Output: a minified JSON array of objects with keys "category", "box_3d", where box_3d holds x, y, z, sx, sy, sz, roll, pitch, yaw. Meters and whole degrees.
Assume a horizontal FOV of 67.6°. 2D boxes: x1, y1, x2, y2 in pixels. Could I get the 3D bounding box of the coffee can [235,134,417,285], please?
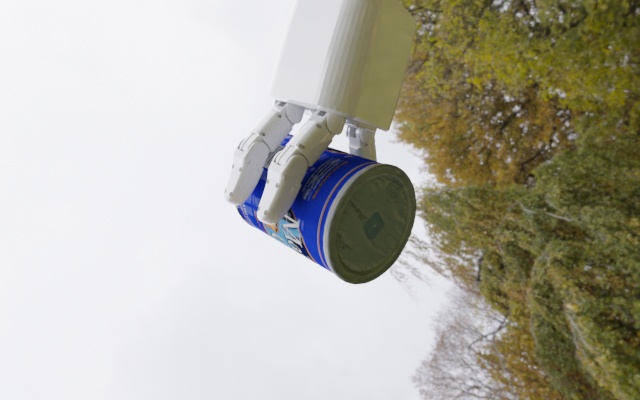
[{"category":"coffee can","box_3d":[0.000,0.002,0.436,0.103,0.103,0.140,0,16,-42]}]
